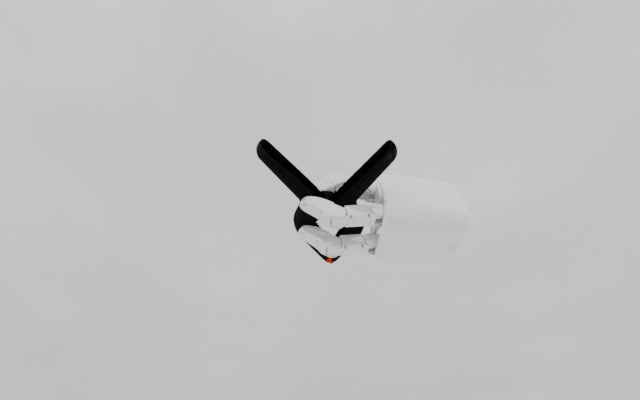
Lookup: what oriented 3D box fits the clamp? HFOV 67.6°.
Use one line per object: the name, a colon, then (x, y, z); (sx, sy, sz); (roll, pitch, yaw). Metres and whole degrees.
clamp: (0.000, 0.002, 0.619); (0.164, 0.210, 0.036); (7, 43, 1)
